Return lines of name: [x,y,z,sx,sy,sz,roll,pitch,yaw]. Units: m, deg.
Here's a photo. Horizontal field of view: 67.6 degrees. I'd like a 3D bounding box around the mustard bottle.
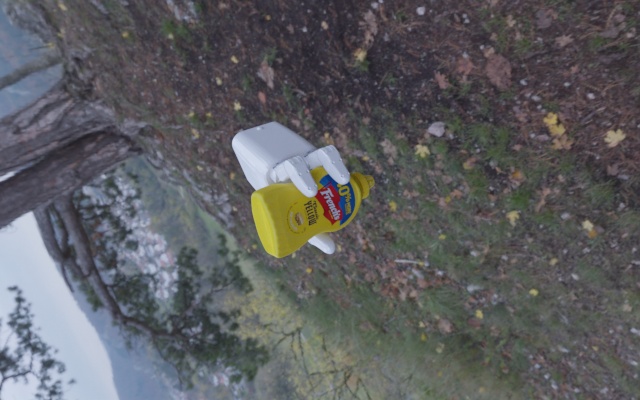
mustard bottle: [0.000,0.002,0.681,0.191,0.096,0.058,-23,20,-29]
